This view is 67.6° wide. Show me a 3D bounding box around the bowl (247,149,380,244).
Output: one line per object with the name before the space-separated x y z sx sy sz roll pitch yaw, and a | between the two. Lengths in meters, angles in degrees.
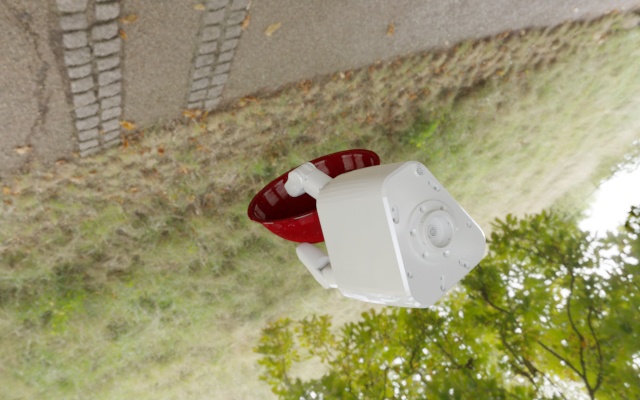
bowl | 0.000 0.002 0.550 0.162 0.055 0.162 -20 23 9
